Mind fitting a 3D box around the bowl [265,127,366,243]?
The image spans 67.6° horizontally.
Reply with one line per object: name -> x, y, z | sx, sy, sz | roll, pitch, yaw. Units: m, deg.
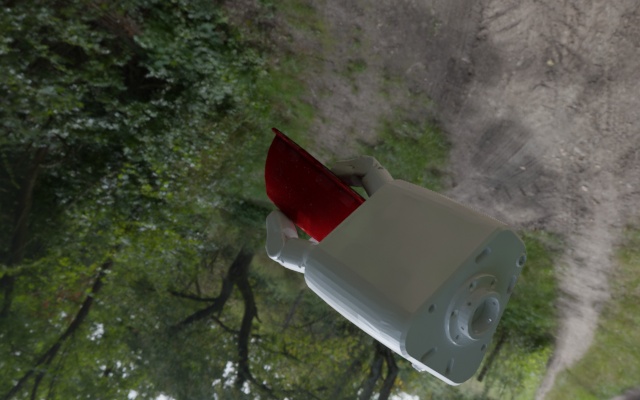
bowl -> -0.001, 0.002, 0.462 | 0.162, 0.055, 0.162 | 40, 2, -2
